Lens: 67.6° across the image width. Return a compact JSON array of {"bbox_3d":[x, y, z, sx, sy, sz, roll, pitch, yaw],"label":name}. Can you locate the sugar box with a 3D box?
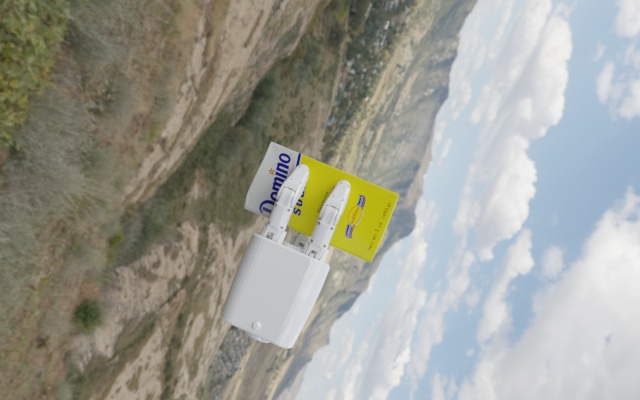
[{"bbox_3d":[0.000,0.002,0.604,0.176,0.093,0.048,22,-5,5],"label":"sugar box"}]
